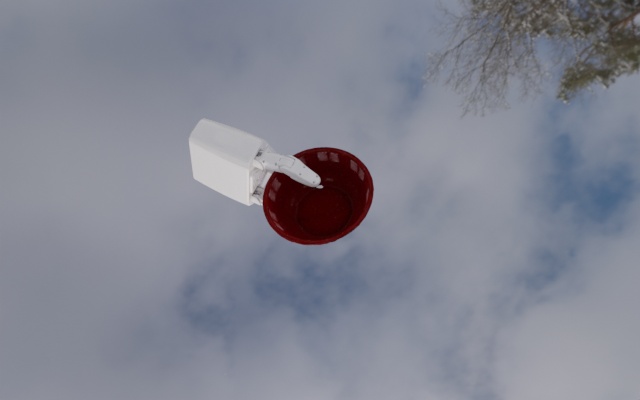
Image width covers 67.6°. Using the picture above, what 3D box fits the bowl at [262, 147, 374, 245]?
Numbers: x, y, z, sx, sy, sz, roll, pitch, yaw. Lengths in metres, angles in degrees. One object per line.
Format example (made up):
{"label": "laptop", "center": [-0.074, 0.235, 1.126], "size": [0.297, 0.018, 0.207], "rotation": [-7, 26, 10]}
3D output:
{"label": "bowl", "center": [0.001, 0.003, 0.698], "size": [0.162, 0.162, 0.055], "rotation": [0, -30, 13]}
